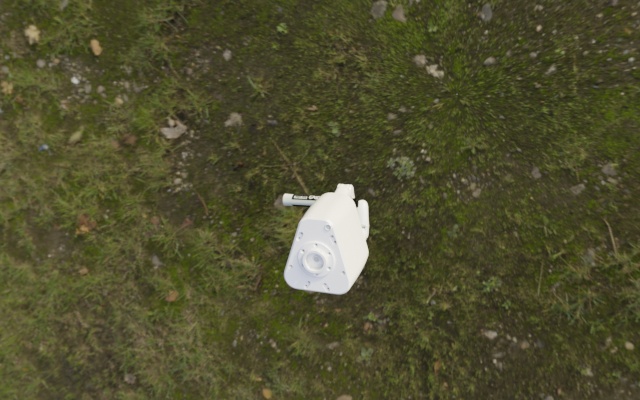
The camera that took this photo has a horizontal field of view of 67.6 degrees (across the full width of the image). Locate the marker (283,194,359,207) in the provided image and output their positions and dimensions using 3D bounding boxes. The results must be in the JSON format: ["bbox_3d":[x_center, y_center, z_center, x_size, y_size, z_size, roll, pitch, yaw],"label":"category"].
[{"bbox_3d":[0.000,0.002,0.750,0.121,0.020,0.020,4,1,15],"label":"marker"}]
